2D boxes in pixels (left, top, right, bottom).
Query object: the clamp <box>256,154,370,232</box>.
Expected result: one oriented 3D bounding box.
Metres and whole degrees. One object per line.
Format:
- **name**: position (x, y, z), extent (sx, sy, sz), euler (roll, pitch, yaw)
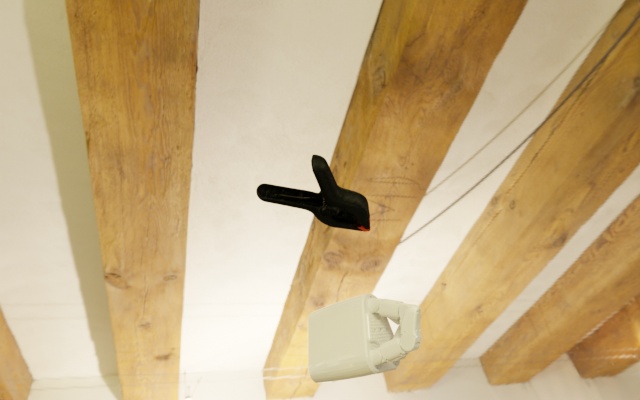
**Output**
- **clamp**: position (0.000, 0.002, 0.653), extent (0.120, 0.039, 0.171), euler (-12, -37, 36)
